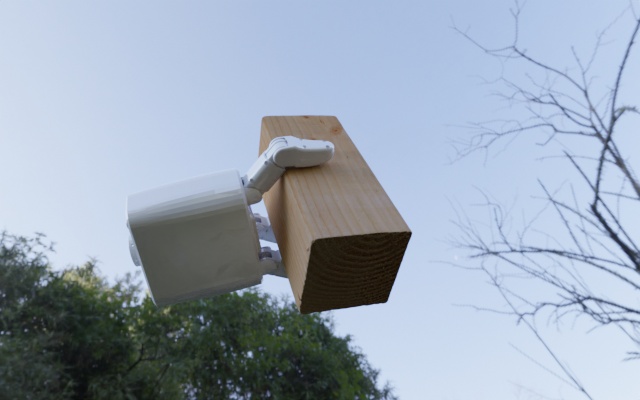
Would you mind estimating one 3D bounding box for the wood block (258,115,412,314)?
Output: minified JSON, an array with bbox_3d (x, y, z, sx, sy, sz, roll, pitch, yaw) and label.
[{"bbox_3d":[0.000,0.001,0.482,0.090,0.091,0.206,-3,38,-19],"label":"wood block"}]
